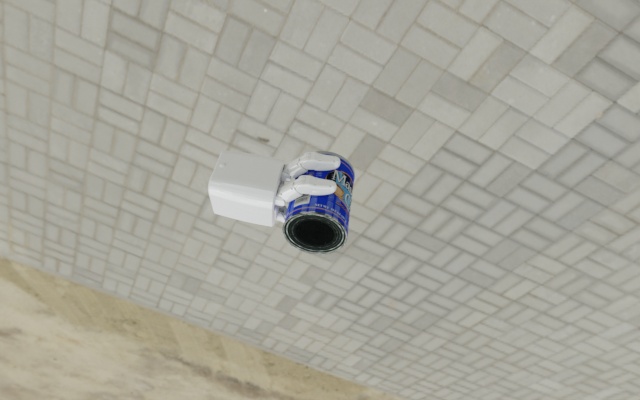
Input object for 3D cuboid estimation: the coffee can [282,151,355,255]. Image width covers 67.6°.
[{"bbox_3d":[0.000,0.003,0.786,0.103,0.140,0.103,5,-43,5],"label":"coffee can"}]
